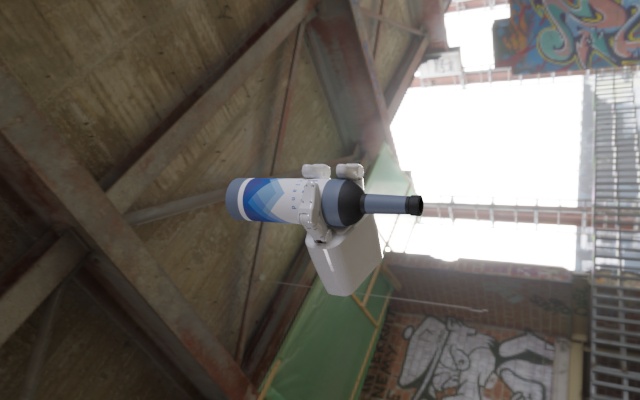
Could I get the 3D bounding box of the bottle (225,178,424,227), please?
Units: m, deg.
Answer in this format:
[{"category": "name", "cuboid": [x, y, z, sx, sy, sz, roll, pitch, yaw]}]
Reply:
[{"category": "bottle", "cuboid": [0.000, 0.002, 0.685, 0.295, 0.069, 0.069, 2, 1, 28]}]
